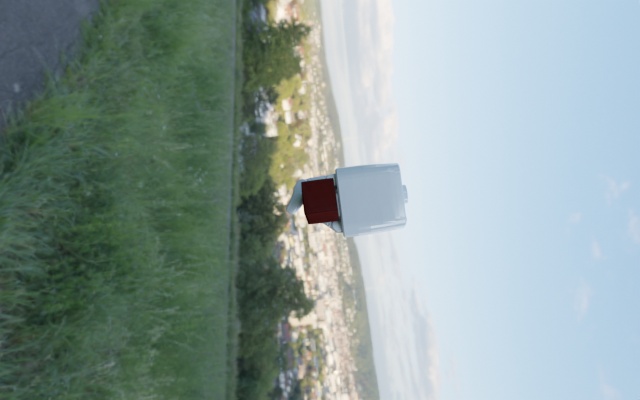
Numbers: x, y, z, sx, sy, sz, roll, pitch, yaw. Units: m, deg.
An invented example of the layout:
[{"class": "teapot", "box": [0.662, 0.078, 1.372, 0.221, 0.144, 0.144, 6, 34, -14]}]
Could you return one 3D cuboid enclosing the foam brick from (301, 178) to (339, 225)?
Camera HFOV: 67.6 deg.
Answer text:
[{"class": "foam brick", "box": [0.000, 0.002, 0.748, 0.051, 0.053, 0.078, -7, -14, 2]}]
